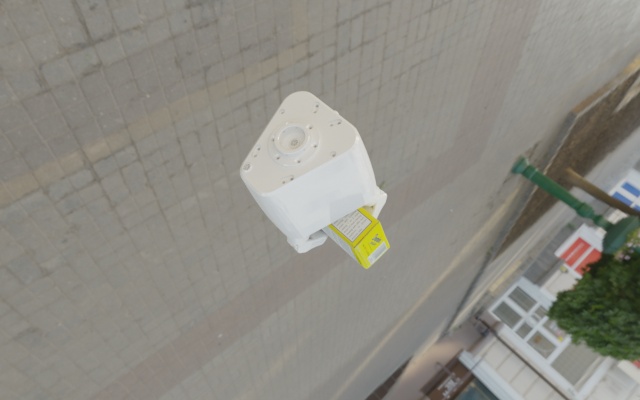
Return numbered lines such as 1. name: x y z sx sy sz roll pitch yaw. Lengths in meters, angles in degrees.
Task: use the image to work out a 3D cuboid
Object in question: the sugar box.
1. sugar box: 0.001 0.001 0.571 0.176 0.048 0.093 43 -7 26
